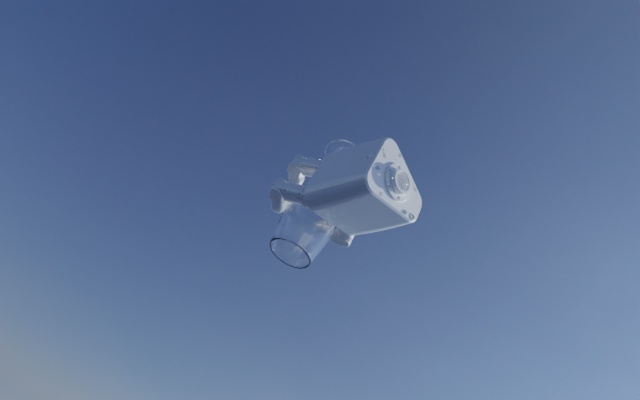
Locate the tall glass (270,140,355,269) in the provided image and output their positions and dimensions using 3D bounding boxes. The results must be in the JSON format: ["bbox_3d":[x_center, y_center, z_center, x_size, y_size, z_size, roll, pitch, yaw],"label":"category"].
[{"bbox_3d":[0.000,0.002,0.696,0.079,0.079,0.201,0,44,36],"label":"tall glass"}]
